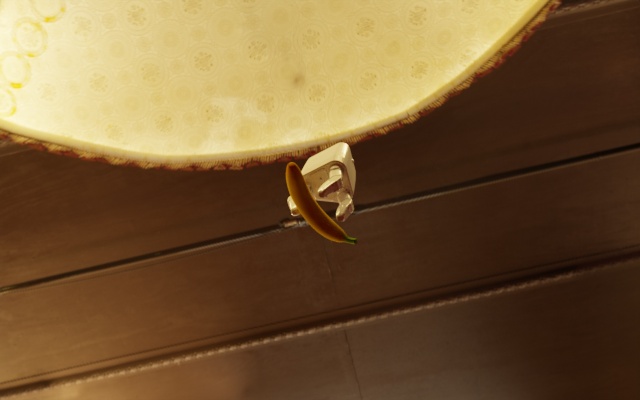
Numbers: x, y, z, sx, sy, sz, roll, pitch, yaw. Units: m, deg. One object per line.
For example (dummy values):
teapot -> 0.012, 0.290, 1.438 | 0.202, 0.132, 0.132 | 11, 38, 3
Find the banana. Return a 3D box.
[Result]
banana -> -0.011, 0.012, 0.897 | 0.070, 0.198, 0.037 | -28, 21, 38
